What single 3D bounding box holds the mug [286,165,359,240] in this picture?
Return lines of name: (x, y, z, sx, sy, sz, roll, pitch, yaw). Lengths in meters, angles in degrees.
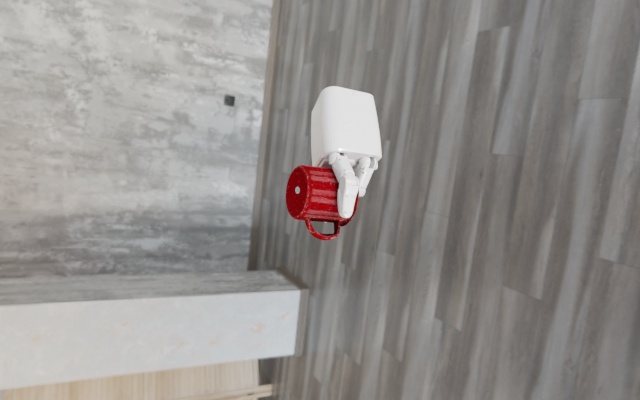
mug: (0.000, 0.004, 0.716, 0.081, 0.117, 0.093, 5, -19, -28)
